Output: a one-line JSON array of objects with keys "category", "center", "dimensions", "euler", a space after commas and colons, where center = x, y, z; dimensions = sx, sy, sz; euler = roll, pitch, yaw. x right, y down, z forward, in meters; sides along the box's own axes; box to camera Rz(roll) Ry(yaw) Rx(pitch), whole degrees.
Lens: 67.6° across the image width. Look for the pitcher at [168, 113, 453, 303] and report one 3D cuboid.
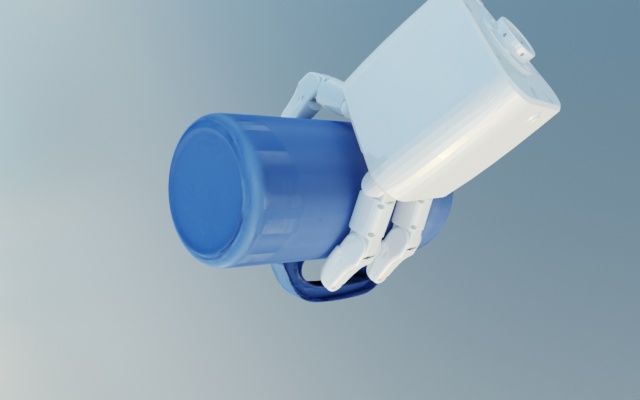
[{"category": "pitcher", "center": [0.000, 0.001, 0.414], "dimensions": [0.243, 0.149, 0.145], "euler": [-2, -30, -48]}]
